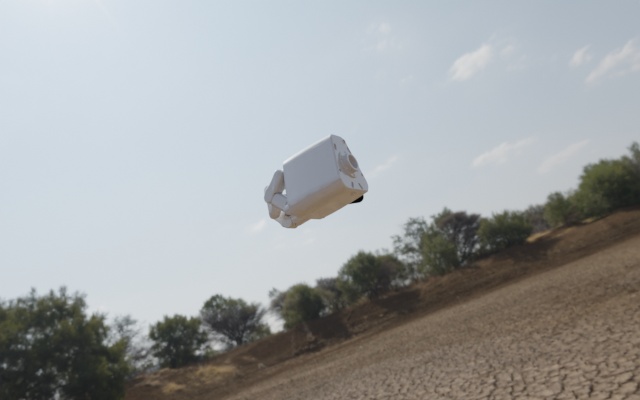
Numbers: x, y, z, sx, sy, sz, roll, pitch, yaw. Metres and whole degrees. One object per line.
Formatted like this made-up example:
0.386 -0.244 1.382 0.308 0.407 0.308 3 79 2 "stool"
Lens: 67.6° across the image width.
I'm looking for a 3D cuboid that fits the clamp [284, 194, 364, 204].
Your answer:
0.000 0.002 0.898 0.120 0.039 0.171 -29 -18 29 "clamp"
